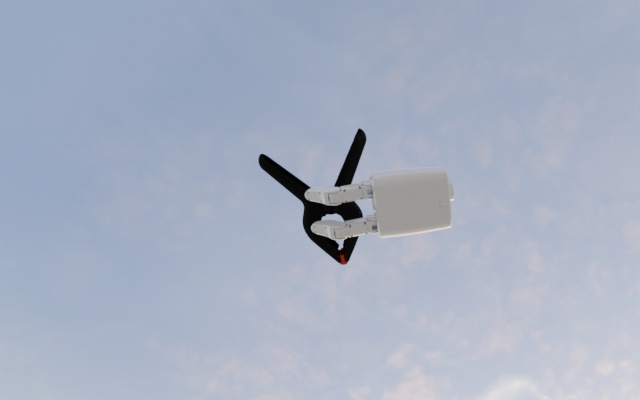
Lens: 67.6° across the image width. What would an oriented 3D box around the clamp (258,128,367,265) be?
[{"bbox_3d":[0.001,0.003,0.732,0.164,0.210,0.036,-6,20,10],"label":"clamp"}]
